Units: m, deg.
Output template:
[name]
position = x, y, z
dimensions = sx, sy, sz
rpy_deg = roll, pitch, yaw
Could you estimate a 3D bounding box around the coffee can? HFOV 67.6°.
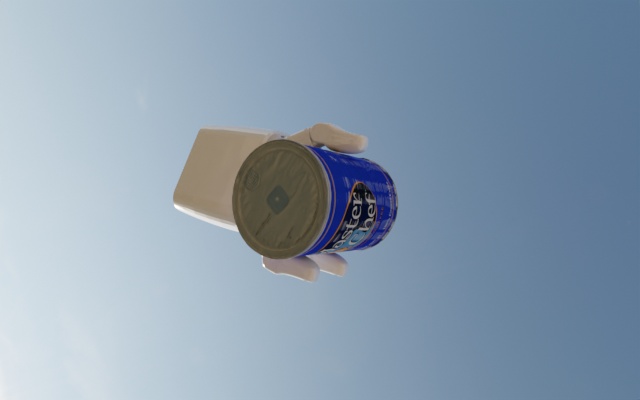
[coffee can]
position = 0.000, 0.001, 0.462
dimensions = 0.103, 0.103, 0.140
rpy_deg = 0, -2, 33
